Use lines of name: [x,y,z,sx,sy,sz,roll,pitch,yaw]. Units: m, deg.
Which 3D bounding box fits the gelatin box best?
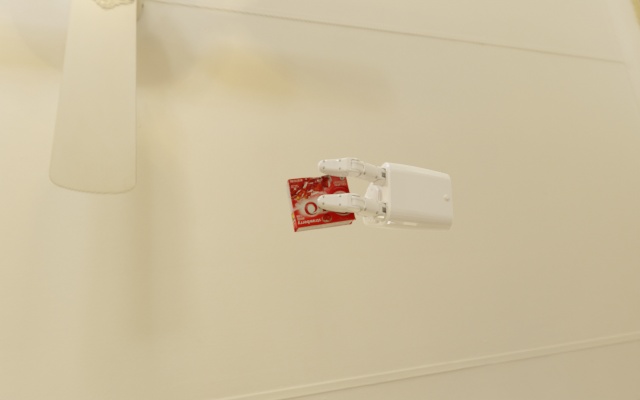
gelatin box: [0.000,0.002,0.687,0.089,0.073,0.030,-7,-16,-14]
